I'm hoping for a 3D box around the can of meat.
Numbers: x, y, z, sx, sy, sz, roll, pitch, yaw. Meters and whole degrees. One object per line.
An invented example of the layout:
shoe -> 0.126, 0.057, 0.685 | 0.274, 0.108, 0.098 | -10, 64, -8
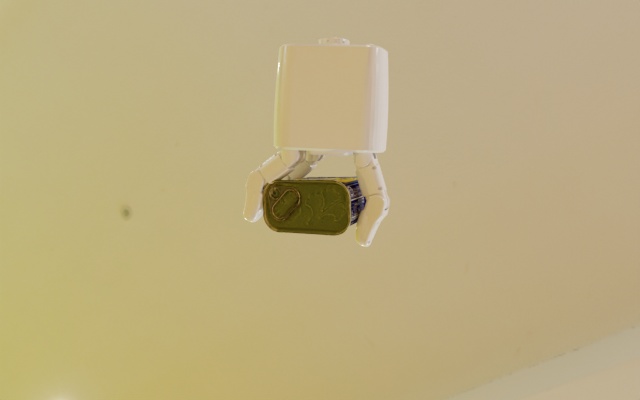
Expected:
can of meat -> 0.000, 0.002, 0.536 | 0.102, 0.057, 0.084 | 1, 8, 24
